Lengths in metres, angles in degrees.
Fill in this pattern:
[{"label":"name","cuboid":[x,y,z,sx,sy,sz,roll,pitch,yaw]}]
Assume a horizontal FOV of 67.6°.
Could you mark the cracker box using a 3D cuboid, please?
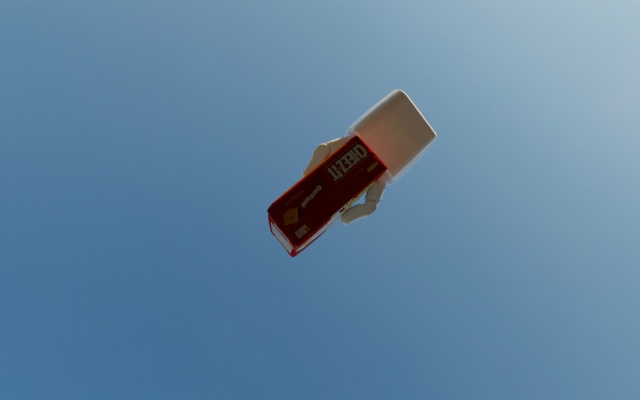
[{"label":"cracker box","cuboid":[0.000,0.003,0.724,0.164,0.072,0.214,-41,-5,-10]}]
